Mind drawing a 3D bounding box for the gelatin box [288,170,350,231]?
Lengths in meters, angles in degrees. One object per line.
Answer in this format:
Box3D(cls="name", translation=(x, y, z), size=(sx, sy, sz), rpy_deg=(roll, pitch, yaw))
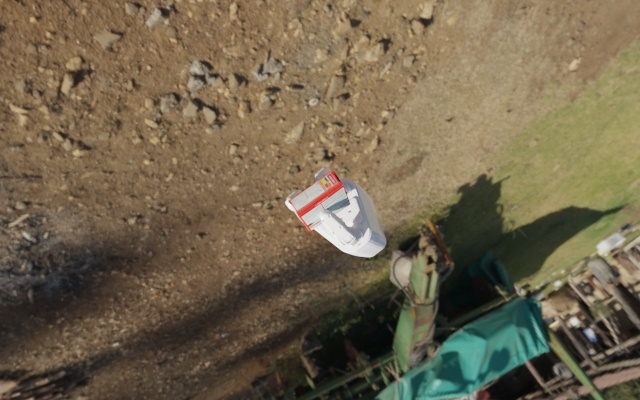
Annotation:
Box3D(cls="gelatin box", translation=(0.000, 0.002, 0.662), size=(0.073, 0.030, 0.089), rpy_deg=(-35, -19, -2))
